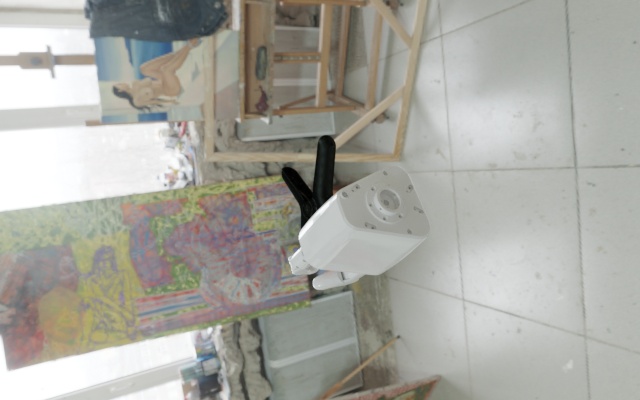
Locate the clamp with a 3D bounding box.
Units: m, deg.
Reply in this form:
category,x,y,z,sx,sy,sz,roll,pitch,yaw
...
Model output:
category,x,y,z,sx,sy,sz,roll,pitch,yaw
clamp,0.000,0.002,0.634,0.039,0.171,0.120,-7,-24,-31
